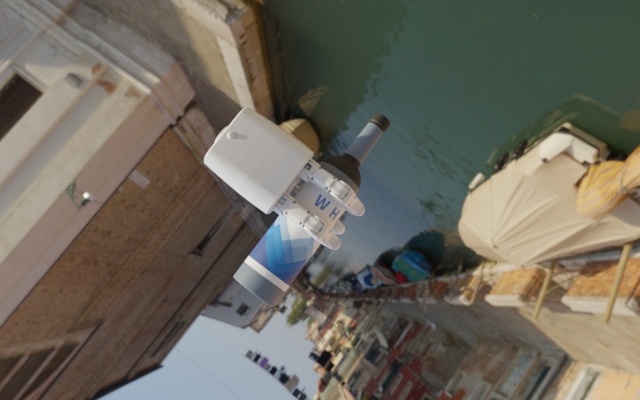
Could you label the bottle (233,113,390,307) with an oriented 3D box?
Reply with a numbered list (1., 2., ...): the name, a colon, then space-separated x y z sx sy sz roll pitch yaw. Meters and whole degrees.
1. bottle: 0.000 0.002 0.643 0.069 0.295 0.069 35 -10 7
